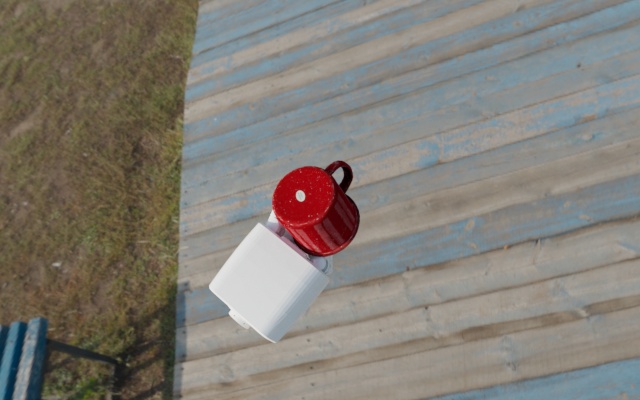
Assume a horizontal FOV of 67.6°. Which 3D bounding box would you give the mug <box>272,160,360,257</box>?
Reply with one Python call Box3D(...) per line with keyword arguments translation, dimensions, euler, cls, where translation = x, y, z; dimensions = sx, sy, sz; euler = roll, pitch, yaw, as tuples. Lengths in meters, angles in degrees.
Box3D(translation=(0.001, 0.001, 0.580), dimensions=(0.093, 0.117, 0.081), euler=(33, -11, 31), cls="mug")
